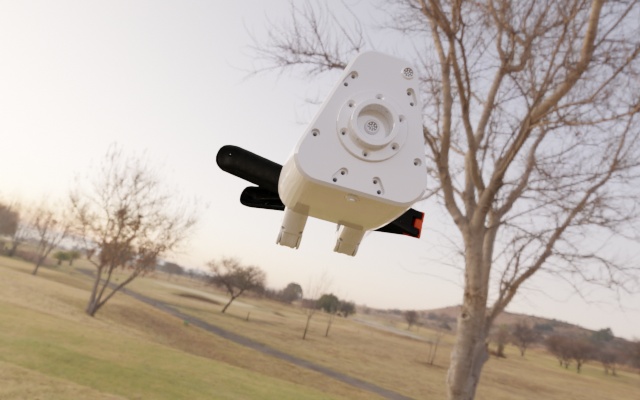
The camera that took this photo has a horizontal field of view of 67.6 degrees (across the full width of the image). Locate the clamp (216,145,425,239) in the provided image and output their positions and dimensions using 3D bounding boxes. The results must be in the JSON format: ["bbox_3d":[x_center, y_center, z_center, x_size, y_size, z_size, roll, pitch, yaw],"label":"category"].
[{"bbox_3d":[0.001,0.001,0.495,0.210,0.036,0.164,15,-12,-5],"label":"clamp"}]
